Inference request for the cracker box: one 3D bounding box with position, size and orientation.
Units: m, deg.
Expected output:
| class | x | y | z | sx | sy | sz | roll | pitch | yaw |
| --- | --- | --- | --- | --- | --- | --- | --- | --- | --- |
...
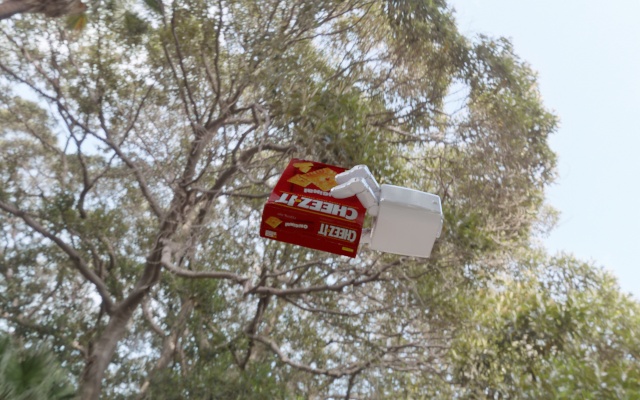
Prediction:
| class | x | y | z | sx | sy | sz | roll | pitch | yaw |
| --- | --- | --- | --- | --- | --- | --- | --- | --- | --- |
| cracker box | 0.000 | 0.003 | 0.855 | 0.164 | 0.072 | 0.213 | 12 | 27 | 4 |
